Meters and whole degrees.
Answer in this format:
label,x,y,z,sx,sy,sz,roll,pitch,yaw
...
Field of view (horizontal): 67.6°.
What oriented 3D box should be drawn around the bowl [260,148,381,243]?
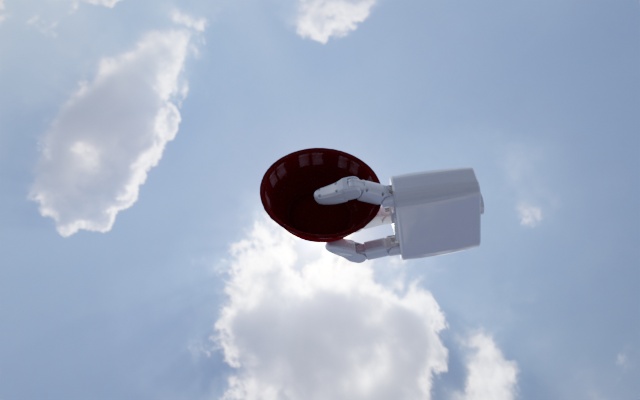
label,x,y,z,sx,sy,sz,roll,pitch,yaw
bowl,-0.001,0.002,0.644,0.162,0.162,0.055,0,-42,-4
